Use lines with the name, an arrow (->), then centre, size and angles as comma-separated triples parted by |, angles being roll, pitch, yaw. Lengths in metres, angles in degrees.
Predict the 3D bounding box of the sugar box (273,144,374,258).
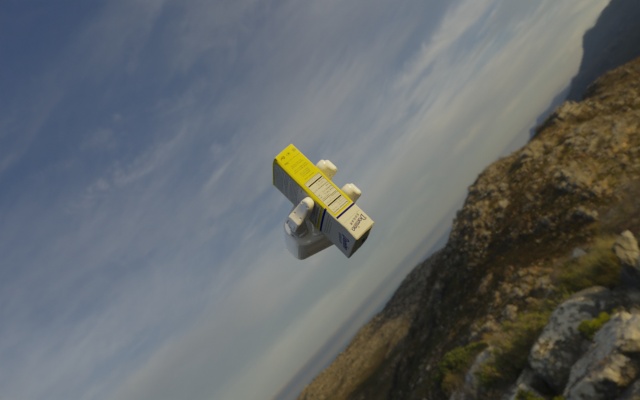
sugar box -> 0.000, 0.002, 0.732 | 0.048, 0.176, 0.093 | -43, -13, -20
